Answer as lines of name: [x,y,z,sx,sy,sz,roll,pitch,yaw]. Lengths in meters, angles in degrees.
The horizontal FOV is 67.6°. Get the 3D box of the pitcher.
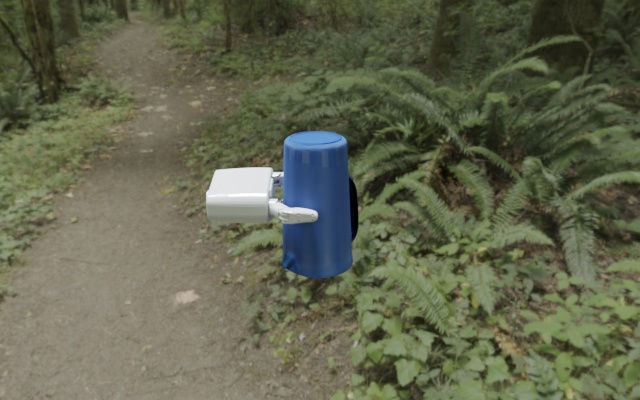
pitcher: [0.000,0.003,0.857,0.145,0.243,0.149,0,21,2]
